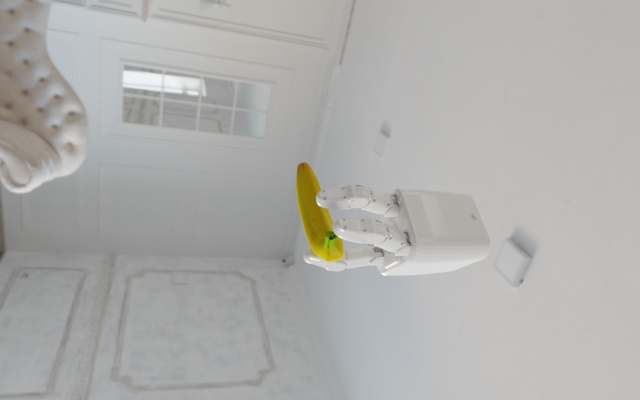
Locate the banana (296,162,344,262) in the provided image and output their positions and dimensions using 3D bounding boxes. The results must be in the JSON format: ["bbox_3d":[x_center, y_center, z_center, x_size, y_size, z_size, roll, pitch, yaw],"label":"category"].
[{"bbox_3d":[-0.001,0.020,0.600,0.037,0.070,0.197,-1,28,-15],"label":"banana"}]
